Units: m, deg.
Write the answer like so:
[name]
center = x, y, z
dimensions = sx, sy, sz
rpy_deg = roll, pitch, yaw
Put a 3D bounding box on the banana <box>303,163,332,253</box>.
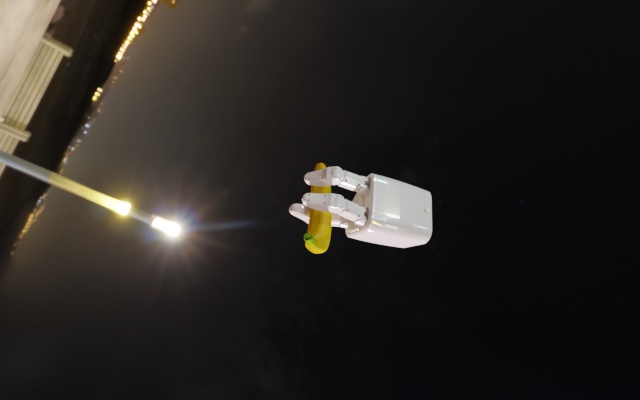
[banana]
center = 0.000, 0.019, 0.743
dimensions = 0.037, 0.070, 0.197
rpy_deg = 3, 36, 2
